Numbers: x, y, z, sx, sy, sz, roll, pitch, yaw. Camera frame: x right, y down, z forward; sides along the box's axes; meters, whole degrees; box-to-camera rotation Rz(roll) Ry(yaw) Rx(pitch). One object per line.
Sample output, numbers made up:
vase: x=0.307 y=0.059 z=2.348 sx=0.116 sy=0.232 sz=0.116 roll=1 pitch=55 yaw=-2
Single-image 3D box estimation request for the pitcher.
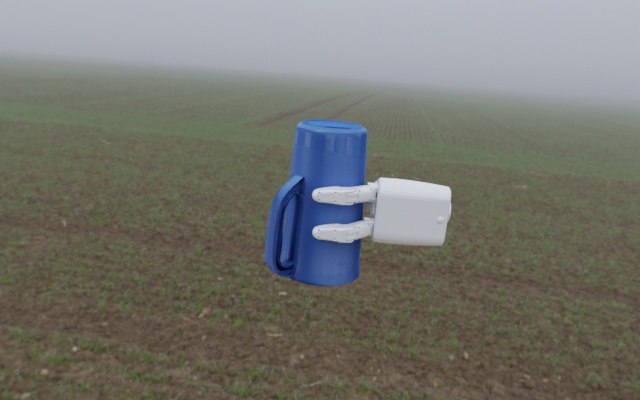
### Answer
pitcher: x=0.000 y=0.002 z=0.739 sx=0.145 sy=0.243 sz=0.149 roll=5 pitch=16 yaw=3
